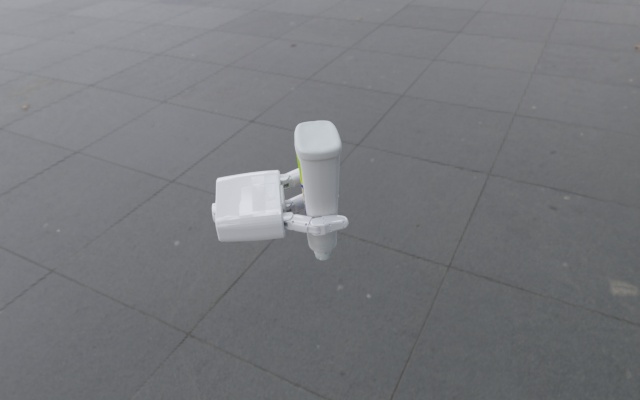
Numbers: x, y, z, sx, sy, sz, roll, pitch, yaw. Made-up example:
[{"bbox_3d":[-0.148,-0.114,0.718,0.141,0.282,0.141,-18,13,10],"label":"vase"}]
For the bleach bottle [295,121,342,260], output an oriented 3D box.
[{"bbox_3d":[0.000,0.002,0.781,0.068,0.251,0.102,-6,36,-3],"label":"bleach bottle"}]
